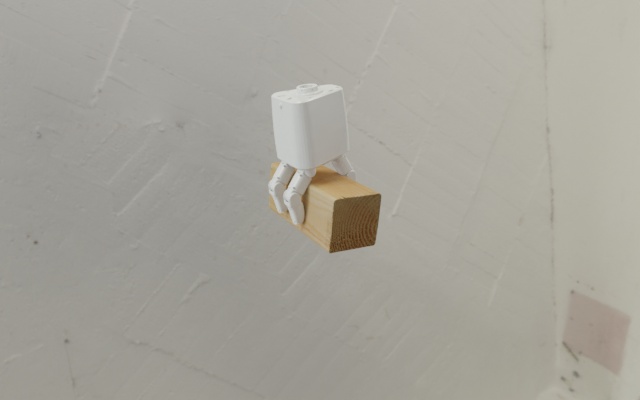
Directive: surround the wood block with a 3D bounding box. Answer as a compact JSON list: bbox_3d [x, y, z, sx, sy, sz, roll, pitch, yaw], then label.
[{"bbox_3d":[0.000,0.002,0.804,0.091,0.090,0.206,-7,23,-31],"label":"wood block"}]
